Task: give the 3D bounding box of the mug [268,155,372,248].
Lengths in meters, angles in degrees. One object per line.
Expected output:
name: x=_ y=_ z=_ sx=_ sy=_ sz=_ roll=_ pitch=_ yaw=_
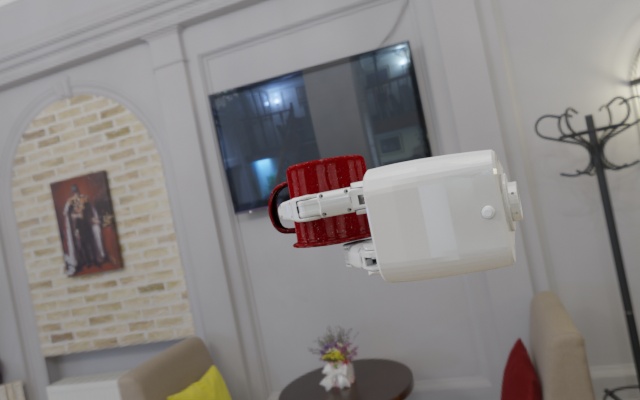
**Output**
mug: x=-0.001 y=0.002 z=0.492 sx=0.117 sy=0.081 sz=0.093 roll=-10 pitch=1 yaw=22
